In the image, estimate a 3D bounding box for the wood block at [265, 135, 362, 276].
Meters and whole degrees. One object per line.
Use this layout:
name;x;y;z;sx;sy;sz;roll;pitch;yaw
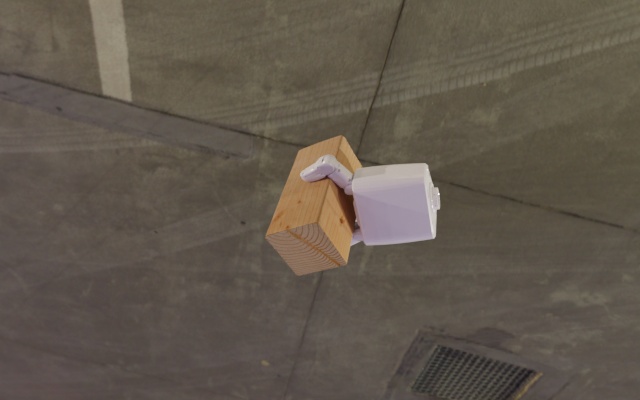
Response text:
wood block;0.000;0.002;0.744;0.090;0.091;0.206;-16;35;27
